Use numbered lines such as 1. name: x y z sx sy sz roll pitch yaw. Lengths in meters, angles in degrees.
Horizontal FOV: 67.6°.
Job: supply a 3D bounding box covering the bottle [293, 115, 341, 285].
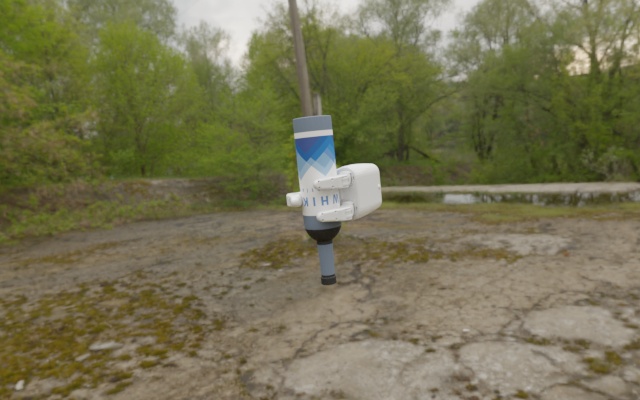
1. bottle: 0.000 0.003 0.838 0.069 0.296 0.069 -6 7 1
